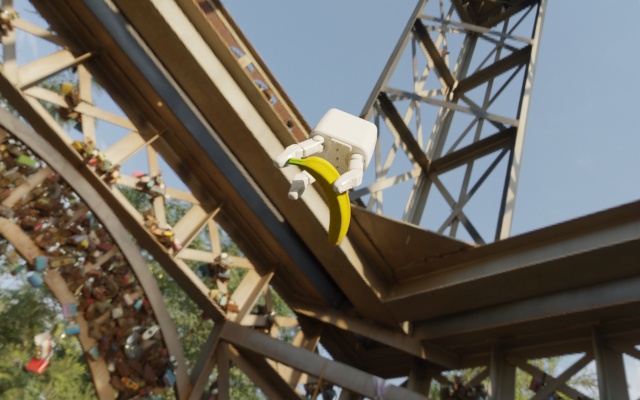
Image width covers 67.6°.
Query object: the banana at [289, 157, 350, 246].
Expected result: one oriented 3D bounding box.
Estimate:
[{"bbox_3d":[0.016,-0.003,0.832,0.069,0.198,0.037,-11,32,23],"label":"banana"}]
